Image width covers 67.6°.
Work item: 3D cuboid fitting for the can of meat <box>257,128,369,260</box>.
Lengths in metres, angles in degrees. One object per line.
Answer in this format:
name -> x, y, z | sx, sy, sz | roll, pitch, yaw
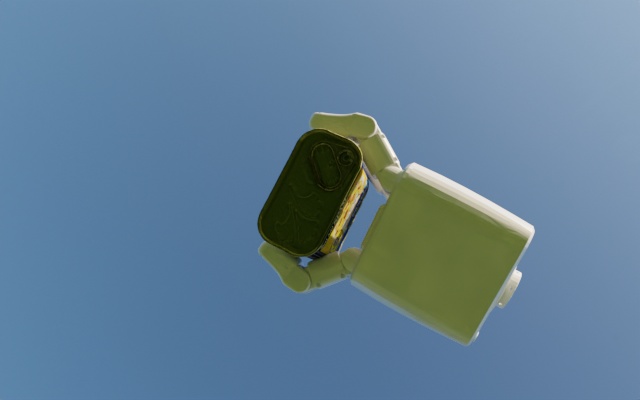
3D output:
can of meat -> 0.000, 0.001, 0.413 | 0.057, 0.102, 0.084 | 25, -6, 17
